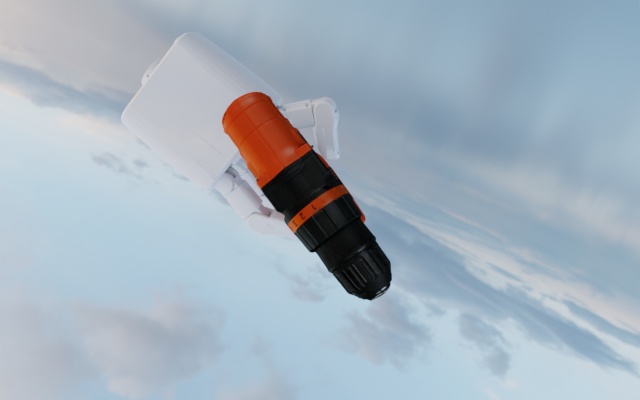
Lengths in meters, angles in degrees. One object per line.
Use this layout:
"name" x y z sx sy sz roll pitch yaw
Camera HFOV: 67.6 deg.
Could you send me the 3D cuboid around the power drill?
"power drill" 0.000 0.001 0.429 0.057 0.184 0.187 -35 -8 2
